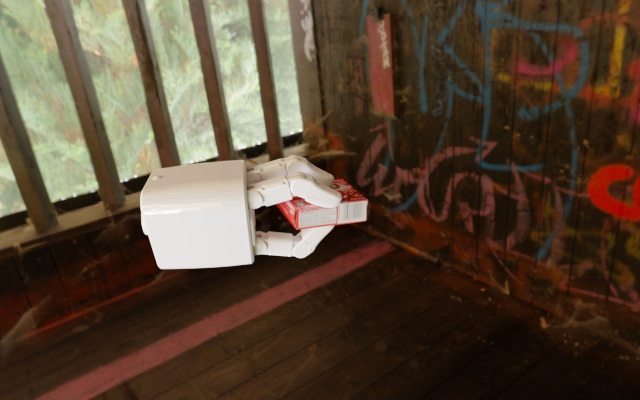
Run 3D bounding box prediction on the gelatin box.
[{"bbox_3d":[0.000,0.002,0.556,0.089,0.030,0.073,-6,23,-20],"label":"gelatin box"}]
